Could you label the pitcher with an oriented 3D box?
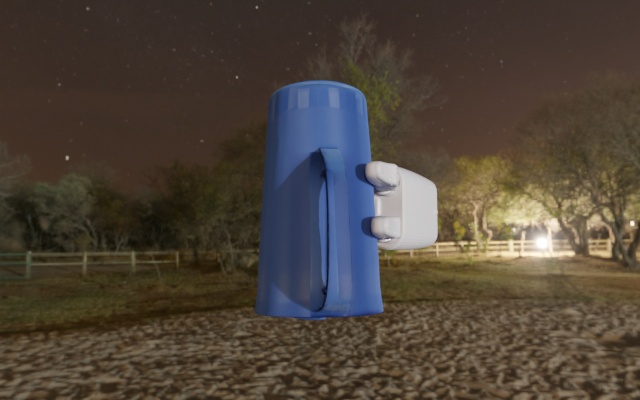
[{"bbox_3d":[0.000,0.002,0.504,0.149,0.243,0.145,-6,-9,36],"label":"pitcher"}]
